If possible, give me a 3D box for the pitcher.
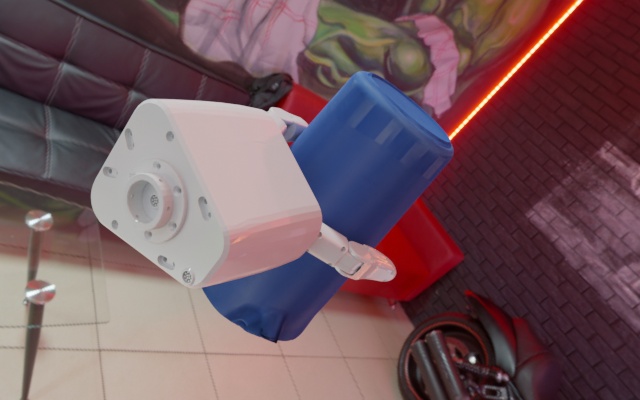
[{"bbox_3d":[0.000,0.002,0.449,0.243,0.149,0.145,-49,-19,22],"label":"pitcher"}]
